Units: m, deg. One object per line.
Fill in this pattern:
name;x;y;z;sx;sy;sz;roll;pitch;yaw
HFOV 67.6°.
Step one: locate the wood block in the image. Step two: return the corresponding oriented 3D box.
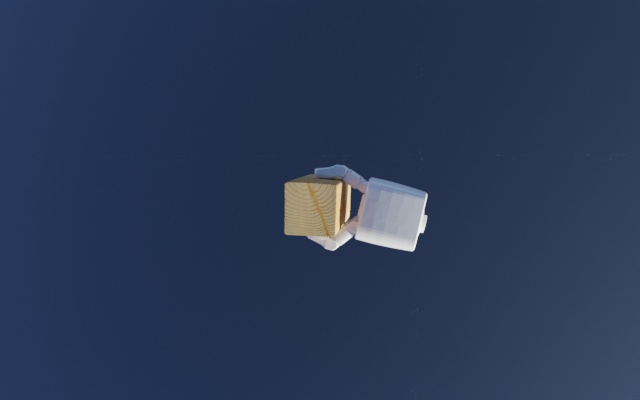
wood block;0.001;0.003;0.891;0.090;0.091;0.206;3;7;10
